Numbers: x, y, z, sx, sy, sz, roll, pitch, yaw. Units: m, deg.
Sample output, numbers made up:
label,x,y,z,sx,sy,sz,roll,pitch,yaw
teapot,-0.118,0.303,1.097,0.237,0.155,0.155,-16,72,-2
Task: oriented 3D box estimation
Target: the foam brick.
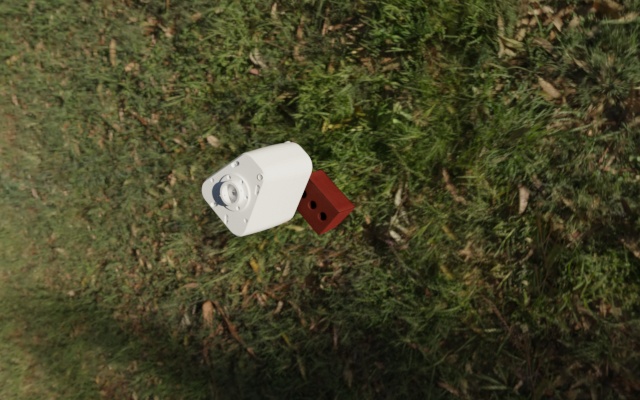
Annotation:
label,x,y,z,sx,sy,sz,roll,pitch,yaw
foam brick,0.000,0.002,0.698,0.053,0.078,0.051,-48,-14,28
